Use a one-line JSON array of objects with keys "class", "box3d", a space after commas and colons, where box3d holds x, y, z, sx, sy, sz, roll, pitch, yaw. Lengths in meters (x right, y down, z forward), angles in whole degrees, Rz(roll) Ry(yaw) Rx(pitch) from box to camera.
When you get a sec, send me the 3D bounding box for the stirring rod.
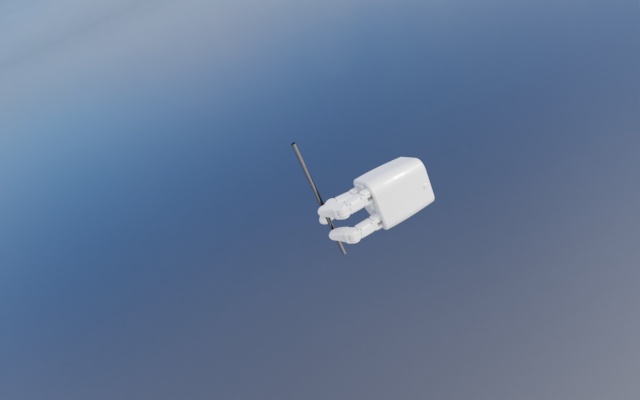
[{"class": "stirring rod", "box3d": [0.000, 0.003, 0.842, 0.011, 0.240, 0.011, -19, 29, 11]}]
